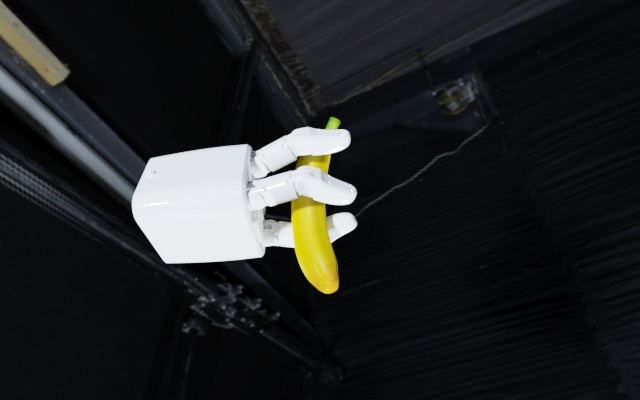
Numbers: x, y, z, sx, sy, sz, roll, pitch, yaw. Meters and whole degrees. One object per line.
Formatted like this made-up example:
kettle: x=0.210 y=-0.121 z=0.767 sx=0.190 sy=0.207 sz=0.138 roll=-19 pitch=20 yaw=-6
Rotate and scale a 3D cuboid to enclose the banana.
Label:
banana: x=-0.006 y=0.008 z=0.486 sx=0.037 sy=0.197 sz=0.070 roll=11 pitch=-32 yaw=-18
